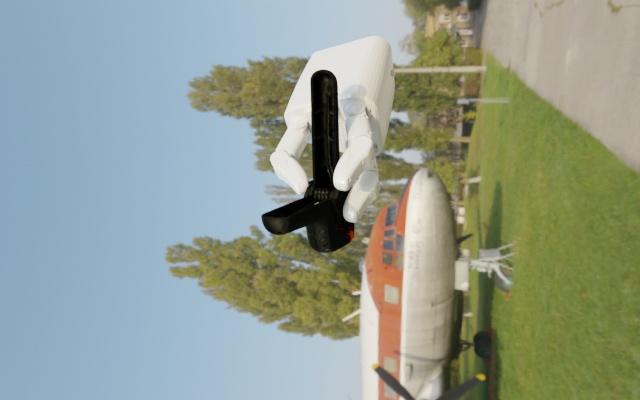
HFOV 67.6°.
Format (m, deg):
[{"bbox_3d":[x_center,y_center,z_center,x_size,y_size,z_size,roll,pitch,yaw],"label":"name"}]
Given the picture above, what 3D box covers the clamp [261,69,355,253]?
[{"bbox_3d":[-0.001,0.002,0.480,0.036,0.164,0.210,9,-33,19],"label":"clamp"}]
